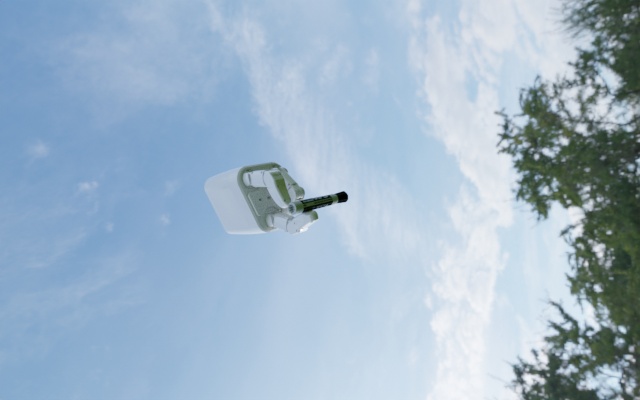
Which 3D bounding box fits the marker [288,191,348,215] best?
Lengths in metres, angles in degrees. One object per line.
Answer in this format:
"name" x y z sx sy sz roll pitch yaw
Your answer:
"marker" 0.000 0.002 0.727 0.020 0.020 0.121 0 9 44
